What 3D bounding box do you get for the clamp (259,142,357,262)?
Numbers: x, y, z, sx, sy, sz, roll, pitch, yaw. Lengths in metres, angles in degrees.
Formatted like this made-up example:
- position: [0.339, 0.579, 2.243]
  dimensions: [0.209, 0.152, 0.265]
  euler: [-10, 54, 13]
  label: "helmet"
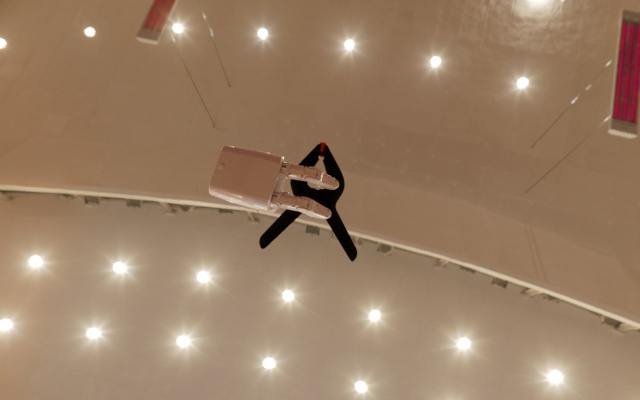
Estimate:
- position: [0.000, 0.002, 0.825]
  dimensions: [0.164, 0.210, 0.036]
  euler: [15, -18, 1]
  label: "clamp"
